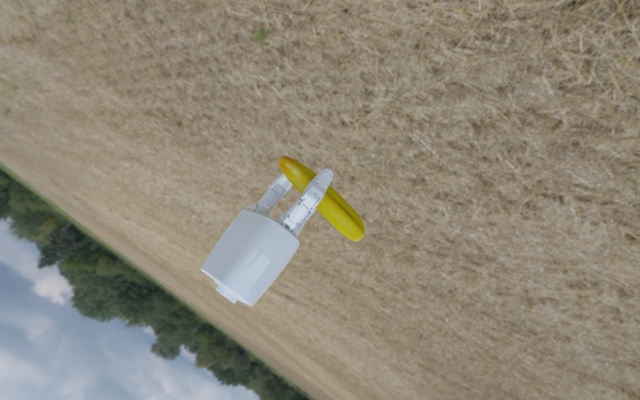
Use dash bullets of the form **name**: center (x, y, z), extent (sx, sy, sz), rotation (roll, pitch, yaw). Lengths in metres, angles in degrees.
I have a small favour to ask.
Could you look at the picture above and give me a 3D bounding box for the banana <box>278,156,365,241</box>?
- **banana**: center (0.013, 0.009, 0.691), extent (0.069, 0.037, 0.198), rotation (22, -19, 50)
